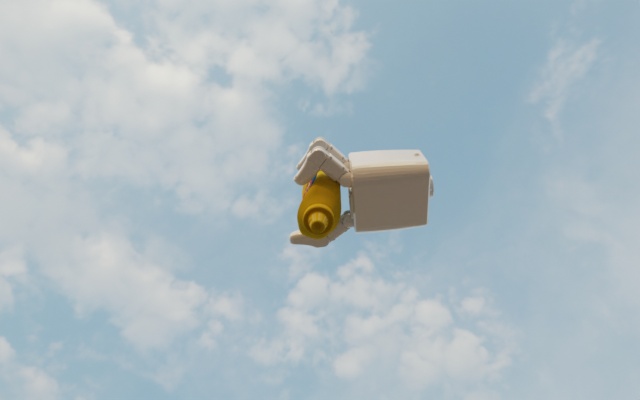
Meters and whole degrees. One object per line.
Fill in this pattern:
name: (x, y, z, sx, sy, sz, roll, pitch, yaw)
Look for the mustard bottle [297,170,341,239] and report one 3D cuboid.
mustard bottle: (0.000, 0.002, 0.688, 0.058, 0.096, 0.191, 19, 19, -5)
